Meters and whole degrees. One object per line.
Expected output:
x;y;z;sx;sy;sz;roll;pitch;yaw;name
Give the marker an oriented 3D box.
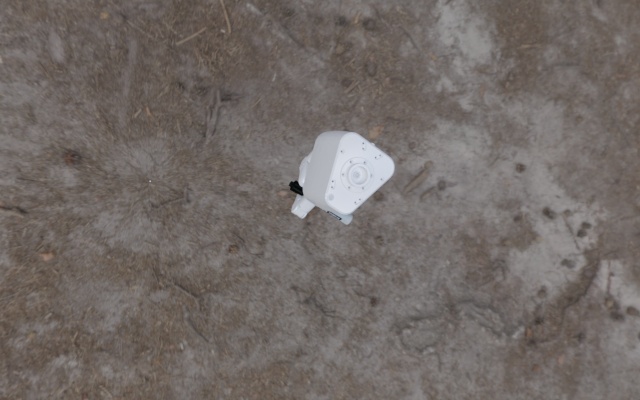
0.000;0.003;0.786;0.121;0.020;0.020;32;-11;-18;marker
